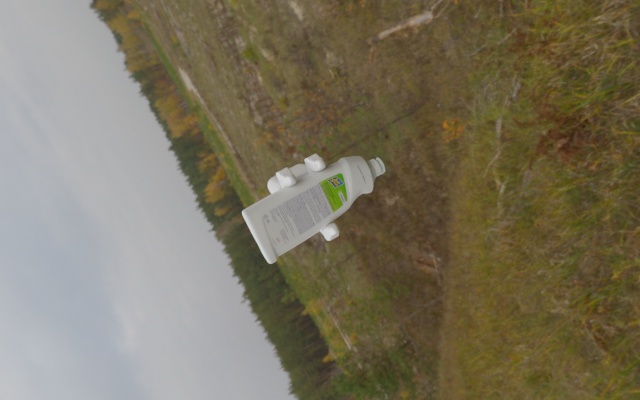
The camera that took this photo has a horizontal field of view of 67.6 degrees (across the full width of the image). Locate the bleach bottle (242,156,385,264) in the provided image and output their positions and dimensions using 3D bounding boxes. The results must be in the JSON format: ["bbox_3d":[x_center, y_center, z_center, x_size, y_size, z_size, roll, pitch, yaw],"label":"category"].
[{"bbox_3d":[0.000,0.003,0.809,0.251,0.102,0.068,-28,17,-11],"label":"bleach bottle"}]
